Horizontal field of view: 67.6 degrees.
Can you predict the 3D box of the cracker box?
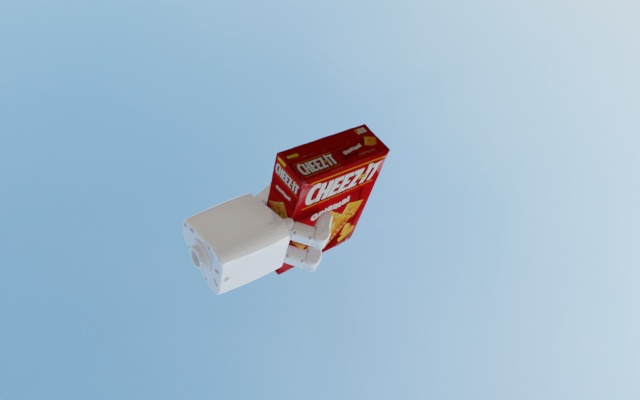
[{"bbox_3d":[0.000,0.002,0.734,0.164,0.072,0.214,-23,-31,-33],"label":"cracker box"}]
